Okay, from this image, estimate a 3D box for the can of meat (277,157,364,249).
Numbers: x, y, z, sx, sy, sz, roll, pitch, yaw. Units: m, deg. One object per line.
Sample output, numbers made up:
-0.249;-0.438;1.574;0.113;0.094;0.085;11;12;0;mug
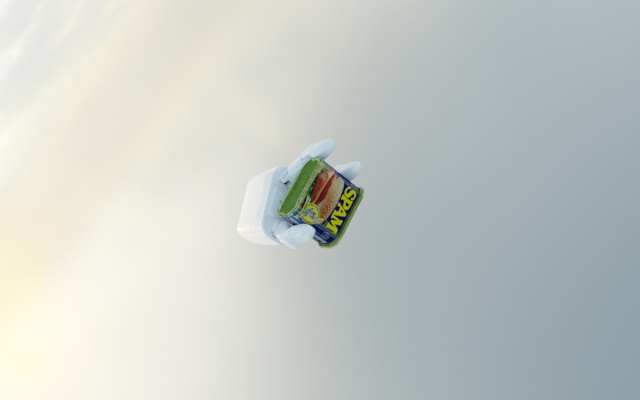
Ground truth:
0.000;0.002;0.667;0.084;0.102;0.057;37;-19;-24;can of meat
